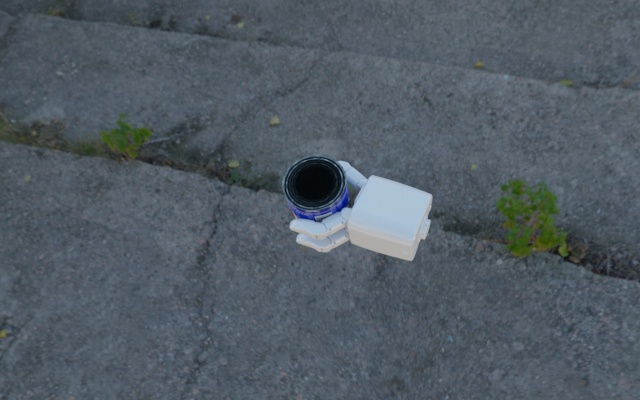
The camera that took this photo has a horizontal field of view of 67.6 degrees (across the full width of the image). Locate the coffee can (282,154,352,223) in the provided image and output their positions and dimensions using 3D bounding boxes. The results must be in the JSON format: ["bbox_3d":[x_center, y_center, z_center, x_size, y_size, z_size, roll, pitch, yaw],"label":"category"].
[{"bbox_3d":[0.000,0.003,0.805,0.103,0.102,0.140,0,-27,10],"label":"coffee can"}]
